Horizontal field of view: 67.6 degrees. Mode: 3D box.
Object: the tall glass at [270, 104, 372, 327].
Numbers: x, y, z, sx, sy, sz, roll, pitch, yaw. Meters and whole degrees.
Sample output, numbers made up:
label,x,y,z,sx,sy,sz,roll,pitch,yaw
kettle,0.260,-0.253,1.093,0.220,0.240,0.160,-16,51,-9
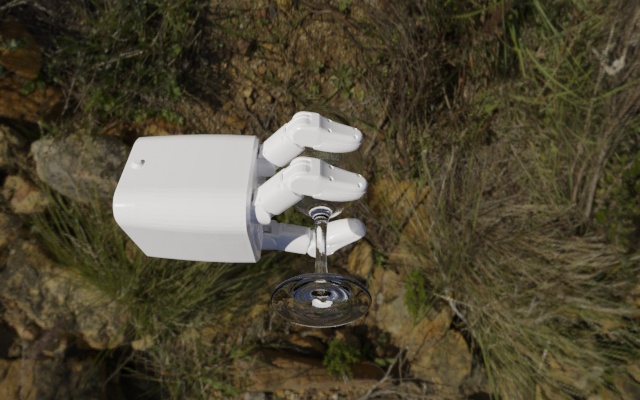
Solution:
label,x,y,z,sx,sy,sz,roll,pitch,yaw
tall glass,0.000,0.002,0.414,0.079,0.200,0.079,0,-42,0
